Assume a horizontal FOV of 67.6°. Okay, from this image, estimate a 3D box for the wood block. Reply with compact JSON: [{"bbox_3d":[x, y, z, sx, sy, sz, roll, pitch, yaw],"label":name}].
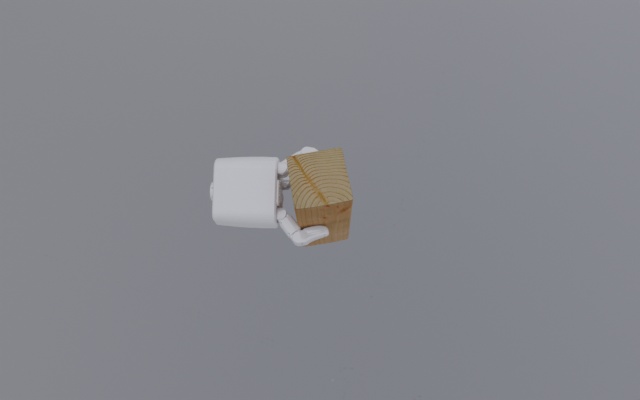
[{"bbox_3d":[0.000,0.003,0.810,0.090,0.090,0.206,-10,-21,-2],"label":"wood block"}]
